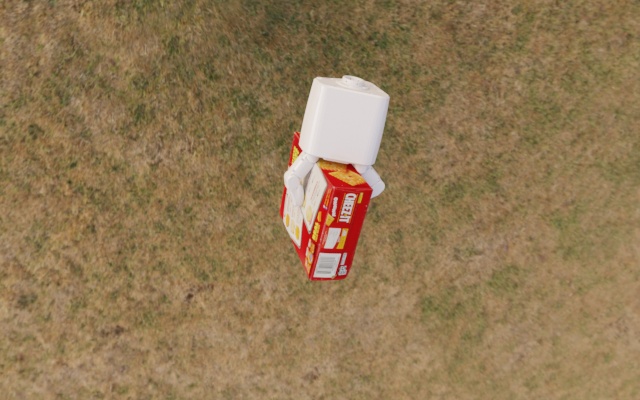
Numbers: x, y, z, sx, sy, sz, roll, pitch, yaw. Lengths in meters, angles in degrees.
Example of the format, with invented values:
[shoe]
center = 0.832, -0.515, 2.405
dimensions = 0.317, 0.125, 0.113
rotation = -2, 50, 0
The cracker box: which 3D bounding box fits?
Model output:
[cracker box]
center = 0.000, 0.003, 0.784
dimensions = 0.072, 0.164, 0.213
rotation = 3, 27, -21
